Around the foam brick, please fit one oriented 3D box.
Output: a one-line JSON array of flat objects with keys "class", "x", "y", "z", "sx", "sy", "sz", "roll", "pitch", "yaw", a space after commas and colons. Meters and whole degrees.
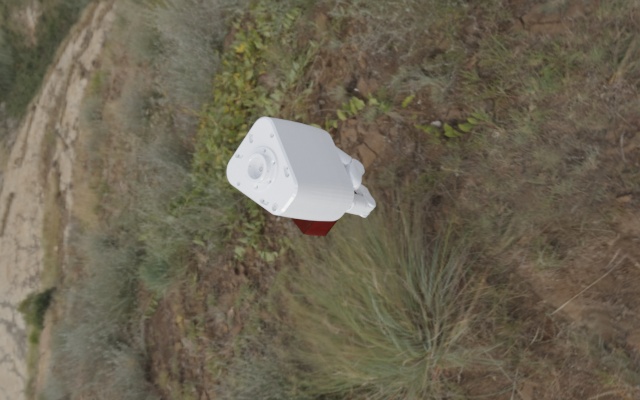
[{"class": "foam brick", "x": 0.000, "y": 0.002, "z": 0.635, "sx": 0.051, "sy": 0.078, "sz": 0.053, "roll": 5, "pitch": 39, "yaw": -53}]
